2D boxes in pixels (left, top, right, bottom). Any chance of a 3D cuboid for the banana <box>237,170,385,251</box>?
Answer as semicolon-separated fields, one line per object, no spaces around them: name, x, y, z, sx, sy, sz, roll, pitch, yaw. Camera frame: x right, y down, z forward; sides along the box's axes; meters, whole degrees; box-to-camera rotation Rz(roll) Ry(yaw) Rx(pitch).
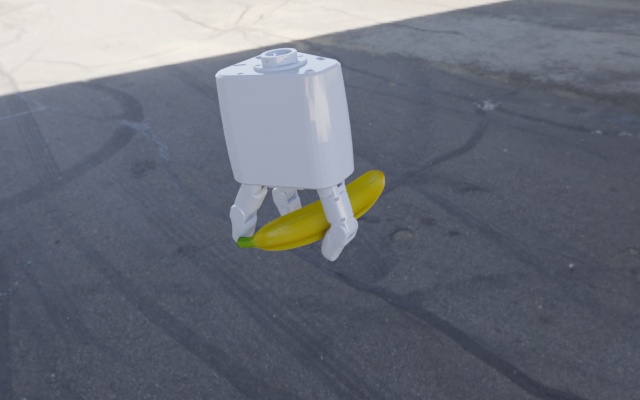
banana;0.007;0.009;0.523;0.198;0.037;0.069;-24;30;-25
